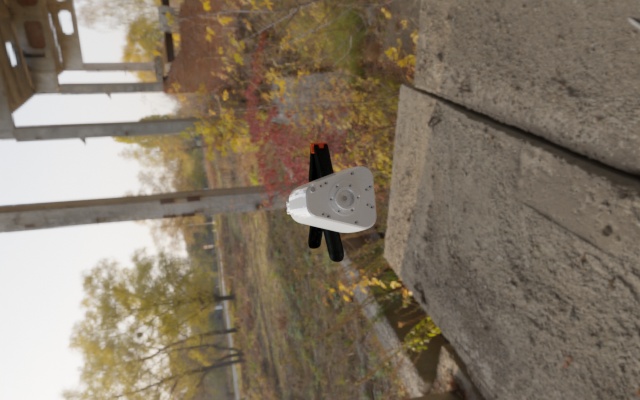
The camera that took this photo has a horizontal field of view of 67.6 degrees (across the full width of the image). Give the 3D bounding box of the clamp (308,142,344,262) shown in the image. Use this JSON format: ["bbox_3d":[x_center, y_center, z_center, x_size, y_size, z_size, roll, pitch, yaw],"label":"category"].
[{"bbox_3d":[-0.001,0.002,0.867,0.036,0.210,0.164,-4,-3,-17],"label":"clamp"}]
